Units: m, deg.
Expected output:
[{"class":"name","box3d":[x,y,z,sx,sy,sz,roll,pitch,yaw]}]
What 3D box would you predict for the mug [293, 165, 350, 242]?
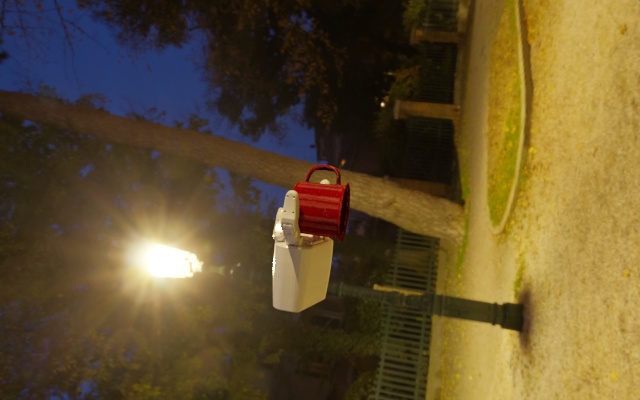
[{"class":"mug","box3d":[0.000,0.001,0.747,0.081,0.117,0.093,7,7,11]}]
